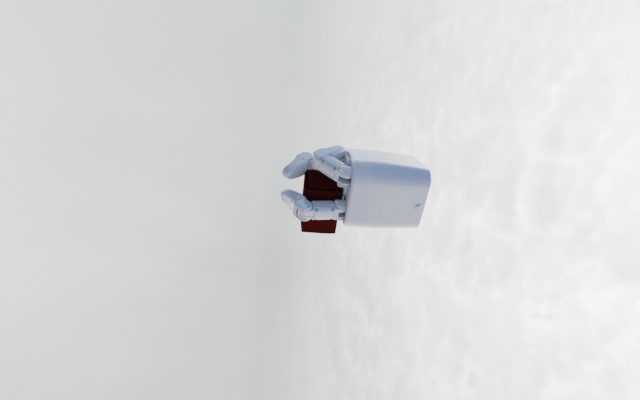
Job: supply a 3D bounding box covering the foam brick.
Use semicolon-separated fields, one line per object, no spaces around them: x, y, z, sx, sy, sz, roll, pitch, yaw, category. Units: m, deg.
0.000;0.002;0.685;0.051;0.078;0.053;4;35;-6;foam brick
